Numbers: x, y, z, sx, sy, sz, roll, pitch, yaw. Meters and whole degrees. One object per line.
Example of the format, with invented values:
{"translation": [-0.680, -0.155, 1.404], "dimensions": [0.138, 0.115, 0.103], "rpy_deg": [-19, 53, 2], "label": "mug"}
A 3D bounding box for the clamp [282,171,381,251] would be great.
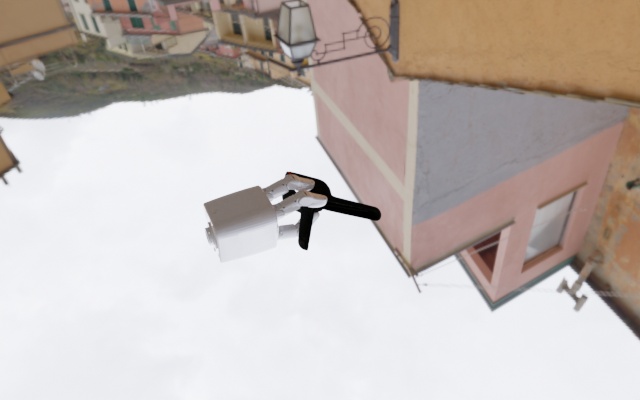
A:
{"translation": [0.000, 0.003, 0.884], "dimensions": [0.164, 0.036, 0.210], "rpy_deg": [-15, 39, -20], "label": "clamp"}
